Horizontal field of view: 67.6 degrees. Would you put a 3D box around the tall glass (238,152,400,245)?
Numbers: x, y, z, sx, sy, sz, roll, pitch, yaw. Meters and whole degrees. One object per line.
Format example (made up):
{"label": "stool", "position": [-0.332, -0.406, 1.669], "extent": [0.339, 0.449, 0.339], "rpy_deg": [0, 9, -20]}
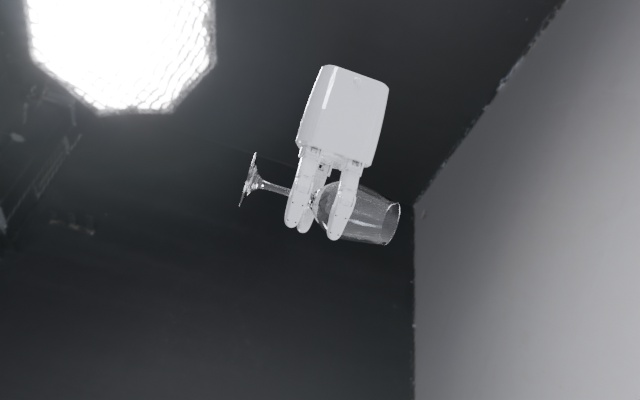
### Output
{"label": "tall glass", "position": [-0.001, 0.002, 0.627], "extent": [0.201, 0.079, 0.079], "rpy_deg": [17, -3, -9]}
